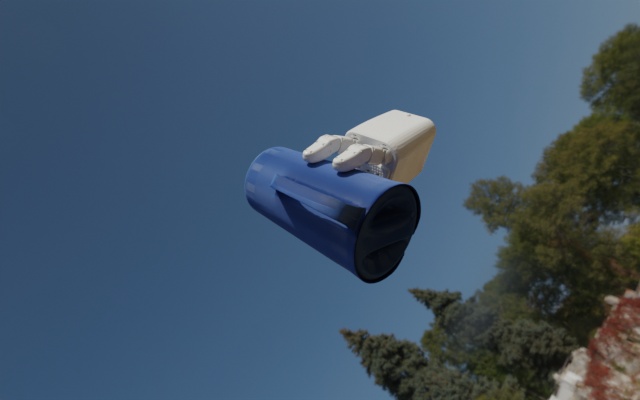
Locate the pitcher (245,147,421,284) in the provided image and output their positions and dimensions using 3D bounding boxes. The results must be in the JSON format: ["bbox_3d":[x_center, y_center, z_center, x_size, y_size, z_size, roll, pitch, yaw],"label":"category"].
[{"bbox_3d":[0.000,0.002,0.657,0.242,0.149,0.145,24,46,39],"label":"pitcher"}]
